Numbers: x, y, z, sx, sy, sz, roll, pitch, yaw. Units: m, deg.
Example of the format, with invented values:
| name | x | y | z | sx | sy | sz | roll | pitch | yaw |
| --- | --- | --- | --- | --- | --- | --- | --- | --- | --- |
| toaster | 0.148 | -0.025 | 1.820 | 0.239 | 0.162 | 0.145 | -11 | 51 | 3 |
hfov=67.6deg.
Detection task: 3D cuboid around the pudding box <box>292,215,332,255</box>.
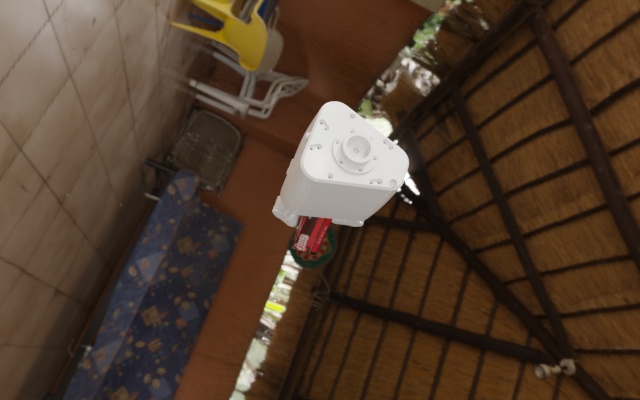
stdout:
| name | x | y | z | sx | sy | sz | roll | pitch | yaw |
| --- | --- | --- | --- | --- | --- | --- | --- | --- | --- |
| pudding box | 0.000 | 0.002 | 0.631 | 0.039 | 0.090 | 0.113 | 22 | 41 | -4 |
